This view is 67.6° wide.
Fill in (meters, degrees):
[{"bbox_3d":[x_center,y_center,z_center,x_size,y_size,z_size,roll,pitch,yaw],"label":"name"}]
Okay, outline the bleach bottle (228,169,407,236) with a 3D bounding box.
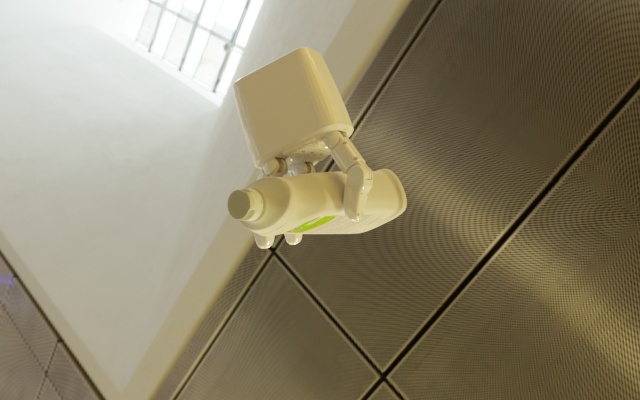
[{"bbox_3d":[0.000,0.002,0.543,0.102,0.068,0.251,-31,-17,30],"label":"bleach bottle"}]
